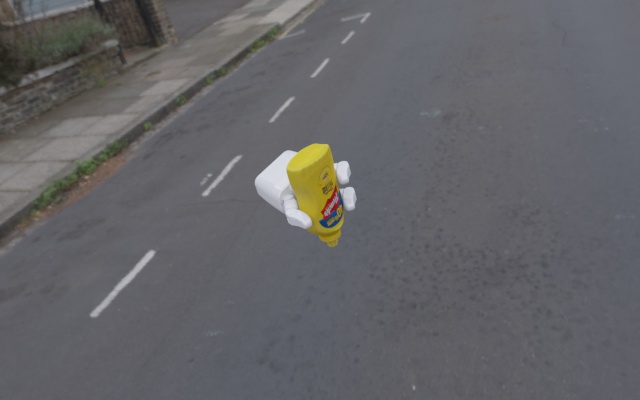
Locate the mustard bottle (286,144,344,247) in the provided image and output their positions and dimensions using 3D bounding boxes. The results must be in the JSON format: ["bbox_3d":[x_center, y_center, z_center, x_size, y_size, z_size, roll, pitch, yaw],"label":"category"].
[{"bbox_3d":[0.000,0.003,0.852,0.058,0.192,0.096,6,36,33],"label":"mustard bottle"}]
